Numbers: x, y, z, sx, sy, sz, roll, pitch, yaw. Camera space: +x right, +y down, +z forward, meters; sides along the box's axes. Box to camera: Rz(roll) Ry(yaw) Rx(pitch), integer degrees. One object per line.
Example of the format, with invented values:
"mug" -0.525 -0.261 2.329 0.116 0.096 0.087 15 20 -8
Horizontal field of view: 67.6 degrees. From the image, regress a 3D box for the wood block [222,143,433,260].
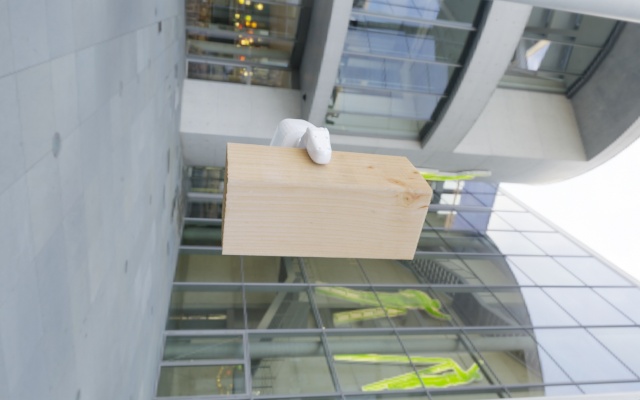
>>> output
"wood block" 0.000 0.001 0.517 0.206 0.091 0.090 3 29 -13
